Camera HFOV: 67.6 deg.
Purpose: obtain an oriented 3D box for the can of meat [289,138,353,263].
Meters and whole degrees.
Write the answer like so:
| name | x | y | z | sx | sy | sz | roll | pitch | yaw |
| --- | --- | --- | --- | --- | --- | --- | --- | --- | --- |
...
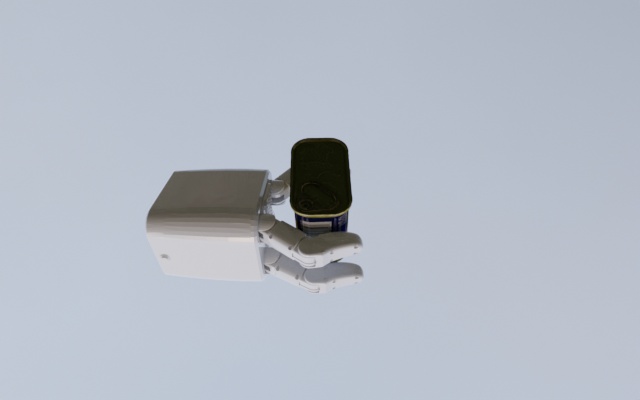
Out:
| name | x | y | z | sx | sy | sz | roll | pitch | yaw |
| --- | --- | --- | --- | --- | --- | --- | --- | --- | --- |
| can of meat | 0.000 | 0.002 | 0.482 | 0.057 | 0.102 | 0.084 | -1 | -41 | -1 |
